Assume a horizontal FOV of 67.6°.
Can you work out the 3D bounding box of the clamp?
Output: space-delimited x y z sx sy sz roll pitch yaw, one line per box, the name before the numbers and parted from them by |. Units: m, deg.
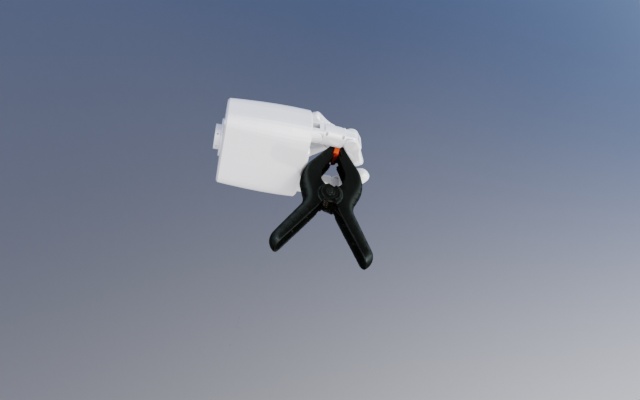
clamp | 0.000 0.001 0.583 0.120 0.171 0.039 8 -36 -13
